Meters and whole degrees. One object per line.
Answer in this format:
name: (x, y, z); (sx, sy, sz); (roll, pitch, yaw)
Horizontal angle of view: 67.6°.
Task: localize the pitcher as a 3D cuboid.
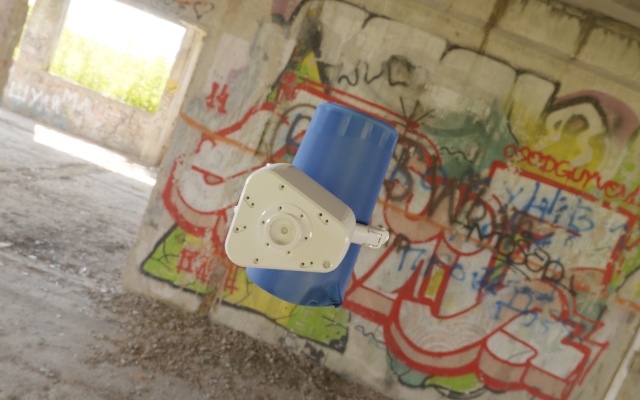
pitcher: (0.000, 0.002, 0.615); (0.149, 0.243, 0.145); (22, 7, 5)
